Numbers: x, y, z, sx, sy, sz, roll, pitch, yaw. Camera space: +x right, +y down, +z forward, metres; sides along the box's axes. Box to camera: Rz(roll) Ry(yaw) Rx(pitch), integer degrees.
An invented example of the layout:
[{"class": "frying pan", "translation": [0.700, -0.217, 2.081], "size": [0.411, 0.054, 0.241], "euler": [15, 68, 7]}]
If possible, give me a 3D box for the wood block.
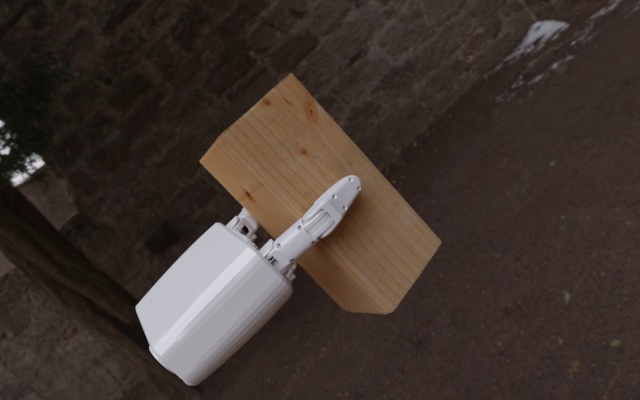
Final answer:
[{"class": "wood block", "translation": [0.000, 0.002, 0.444], "size": [0.090, 0.206, 0.091], "euler": [-48, 12, -25]}]
